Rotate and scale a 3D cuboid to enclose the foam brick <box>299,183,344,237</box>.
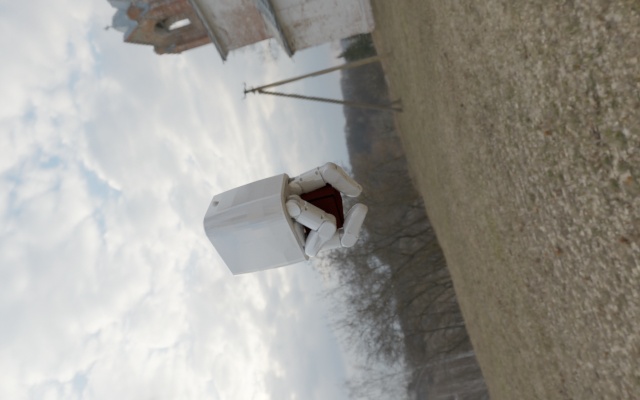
[{"bbox_3d":[0.000,0.002,0.642,0.051,0.053,0.078,-15,26,8],"label":"foam brick"}]
